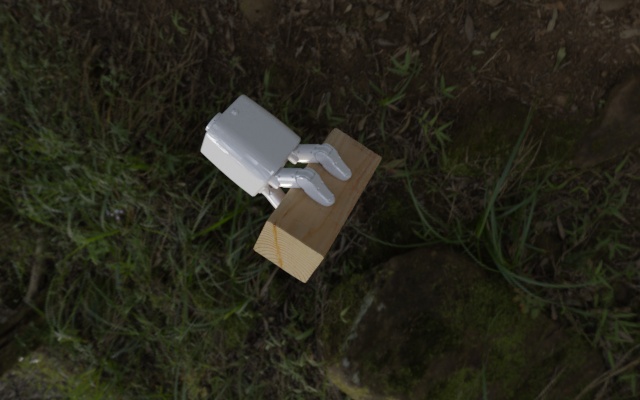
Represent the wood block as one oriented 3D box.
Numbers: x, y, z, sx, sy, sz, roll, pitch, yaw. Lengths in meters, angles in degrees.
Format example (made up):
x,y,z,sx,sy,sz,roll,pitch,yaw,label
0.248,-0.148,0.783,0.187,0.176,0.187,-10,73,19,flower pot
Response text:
x,y,z,sx,sy,sz,roll,pitch,yaw,label
0.000,0.002,0.701,0.090,0.206,0.091,33,-37,1,wood block
